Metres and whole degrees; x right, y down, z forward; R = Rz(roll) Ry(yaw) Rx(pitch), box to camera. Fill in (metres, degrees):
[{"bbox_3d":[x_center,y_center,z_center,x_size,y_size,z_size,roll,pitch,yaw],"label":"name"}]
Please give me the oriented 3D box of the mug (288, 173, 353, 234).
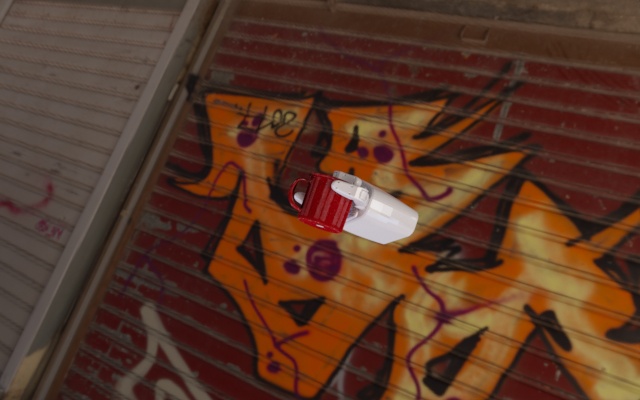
[{"bbox_3d":[-0.001,0.002,0.818,0.117,0.081,0.093,23,-10,-19],"label":"mug"}]
